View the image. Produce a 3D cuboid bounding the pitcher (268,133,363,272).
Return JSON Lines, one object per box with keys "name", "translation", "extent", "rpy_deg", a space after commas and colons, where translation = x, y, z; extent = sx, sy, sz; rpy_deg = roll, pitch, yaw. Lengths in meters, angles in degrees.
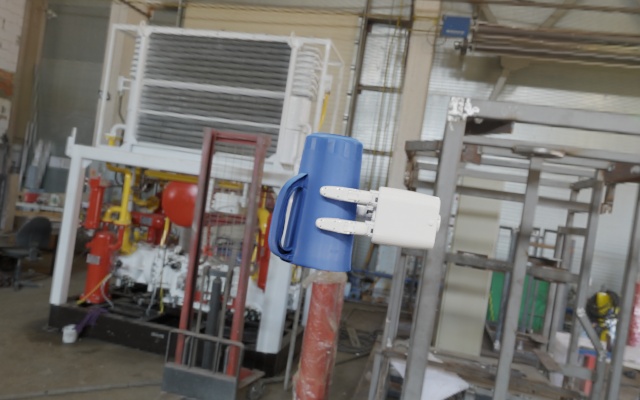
{"name": "pitcher", "translation": [0.000, 0.003, 0.869], "extent": [0.145, 0.243, 0.149], "rpy_deg": [9, 1, 7]}
